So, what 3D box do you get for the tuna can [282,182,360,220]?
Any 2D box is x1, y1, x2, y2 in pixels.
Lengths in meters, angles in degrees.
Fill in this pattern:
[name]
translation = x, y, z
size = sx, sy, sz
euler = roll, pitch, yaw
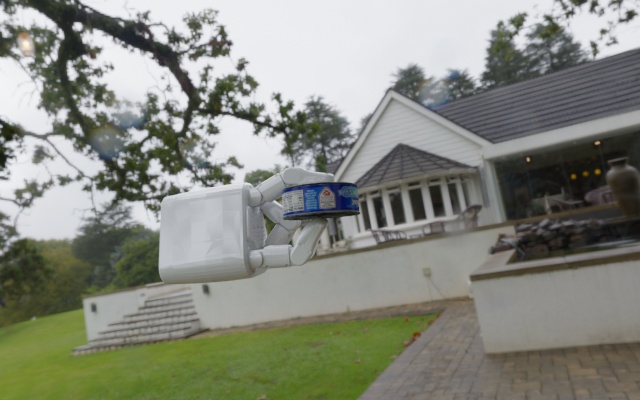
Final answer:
[tuna can]
translation = 0.000, 0.001, 0.529
size = 0.086, 0.033, 0.086
euler = -4, -6, 0
